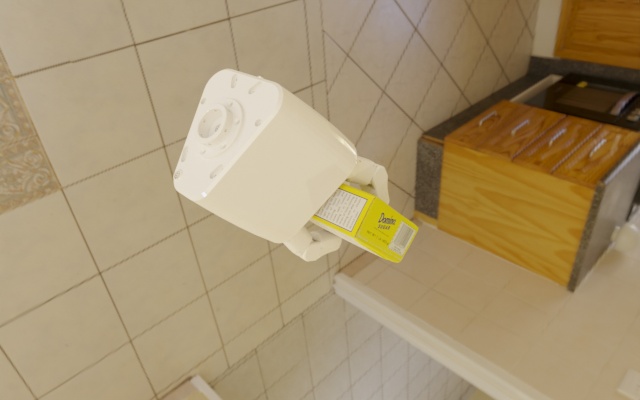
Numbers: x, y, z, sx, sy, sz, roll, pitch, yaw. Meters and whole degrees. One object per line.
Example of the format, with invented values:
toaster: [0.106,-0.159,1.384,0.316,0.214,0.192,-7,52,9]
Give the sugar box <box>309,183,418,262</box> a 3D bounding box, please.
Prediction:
sugar box: [0.000,0.001,0.477,0.176,0.048,0.093,27,-4,39]
